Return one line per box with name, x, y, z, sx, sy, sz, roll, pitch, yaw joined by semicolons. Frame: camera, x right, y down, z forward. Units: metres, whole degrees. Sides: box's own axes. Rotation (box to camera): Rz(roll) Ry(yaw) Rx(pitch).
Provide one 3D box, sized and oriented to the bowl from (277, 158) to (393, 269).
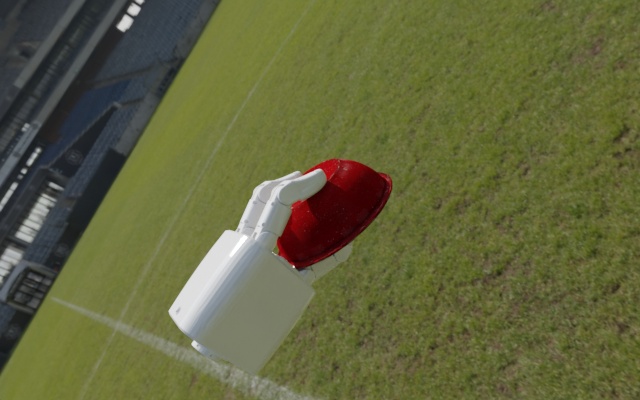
bowl;0.001;0.001;0.546;0.162;0.055;0.162;-34;19;13
